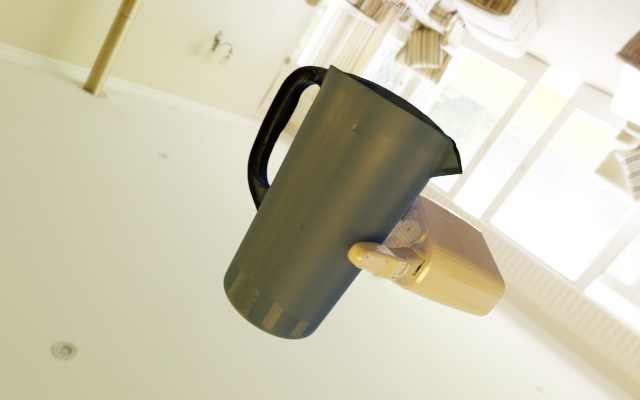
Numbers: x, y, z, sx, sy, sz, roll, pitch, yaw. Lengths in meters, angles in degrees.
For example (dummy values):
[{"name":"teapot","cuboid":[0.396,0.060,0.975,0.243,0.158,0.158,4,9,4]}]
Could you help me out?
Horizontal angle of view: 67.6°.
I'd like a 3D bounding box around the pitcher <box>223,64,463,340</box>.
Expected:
[{"name":"pitcher","cuboid":[0.000,0.002,0.455,0.145,0.243,0.149,25,16,-25]}]
